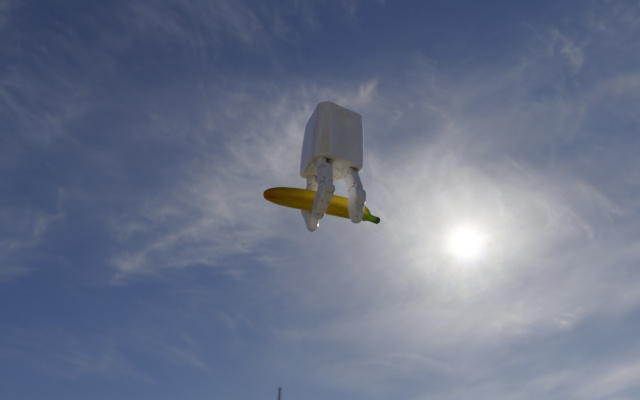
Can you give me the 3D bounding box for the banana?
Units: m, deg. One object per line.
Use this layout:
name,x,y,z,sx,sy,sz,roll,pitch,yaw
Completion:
banana,0.000,0.003,0.806,0.198,0.037,0.069,11,-2,-9
